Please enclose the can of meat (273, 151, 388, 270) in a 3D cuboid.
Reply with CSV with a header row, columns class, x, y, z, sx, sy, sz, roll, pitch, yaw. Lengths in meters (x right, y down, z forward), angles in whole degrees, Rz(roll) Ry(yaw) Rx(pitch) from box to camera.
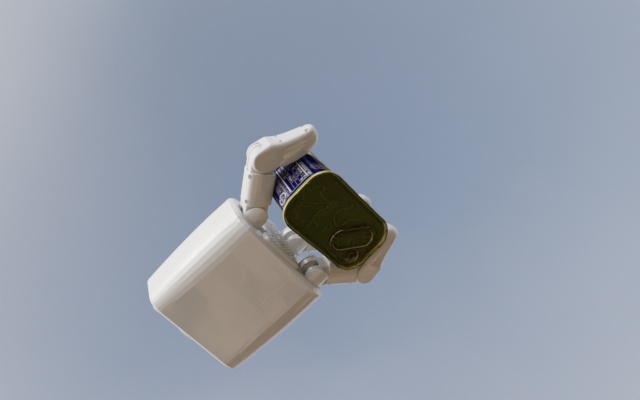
class,x,y,z,sx,sy,sz,roll,pitch,yaw
can of meat,0.000,0.001,0.424,0.102,0.057,0.084,42,5,-35
